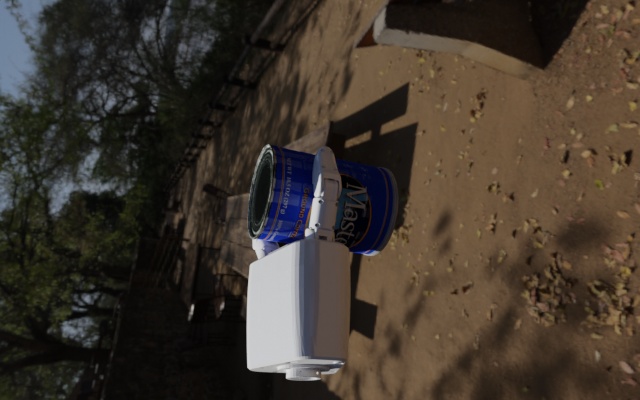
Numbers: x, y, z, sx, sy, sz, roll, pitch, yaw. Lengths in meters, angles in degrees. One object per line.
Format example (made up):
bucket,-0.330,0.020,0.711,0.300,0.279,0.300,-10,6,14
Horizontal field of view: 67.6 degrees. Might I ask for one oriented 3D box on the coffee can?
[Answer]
coffee can,0.000,0.002,0.528,0.140,0.103,0.103,10,-3,-19
